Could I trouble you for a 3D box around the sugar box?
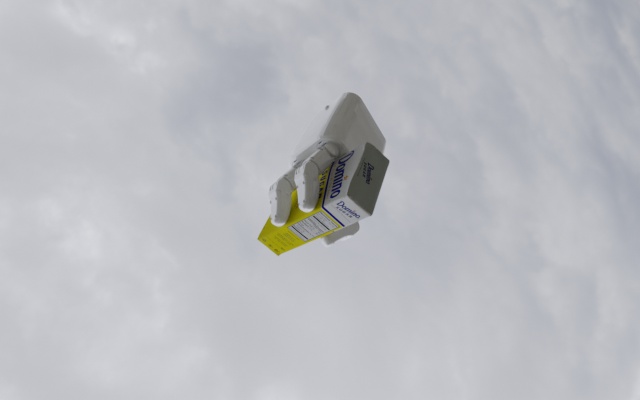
[{"bbox_3d":[0.000,0.002,0.593,0.048,0.093,0.176,39,-42,-19],"label":"sugar box"}]
